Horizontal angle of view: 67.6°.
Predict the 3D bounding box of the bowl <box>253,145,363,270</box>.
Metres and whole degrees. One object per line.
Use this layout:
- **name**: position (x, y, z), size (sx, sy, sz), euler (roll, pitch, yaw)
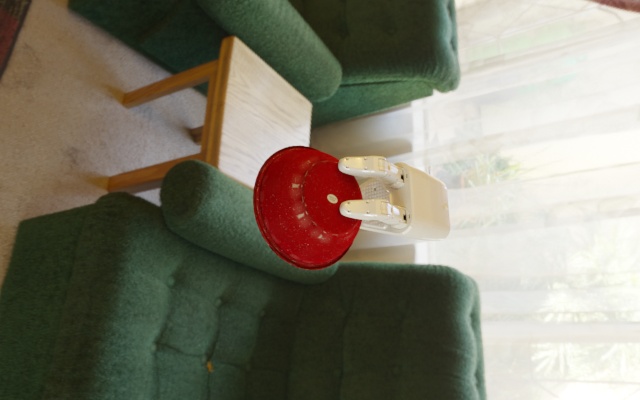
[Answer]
- **bowl**: position (-0.001, 0.002, 0.586), size (0.162, 0.162, 0.055), euler (0, -12, -37)
